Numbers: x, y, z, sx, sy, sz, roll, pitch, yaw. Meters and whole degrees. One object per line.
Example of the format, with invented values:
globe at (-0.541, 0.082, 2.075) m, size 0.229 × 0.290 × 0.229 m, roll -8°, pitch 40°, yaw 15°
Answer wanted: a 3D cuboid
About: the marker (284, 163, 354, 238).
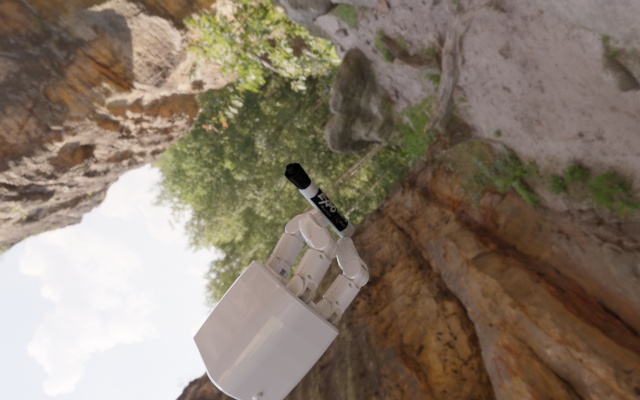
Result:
marker at (0.000, 0.002, 0.497) m, size 0.020 × 0.020 × 0.121 m, roll 0°, pitch -34°, yaw 37°
